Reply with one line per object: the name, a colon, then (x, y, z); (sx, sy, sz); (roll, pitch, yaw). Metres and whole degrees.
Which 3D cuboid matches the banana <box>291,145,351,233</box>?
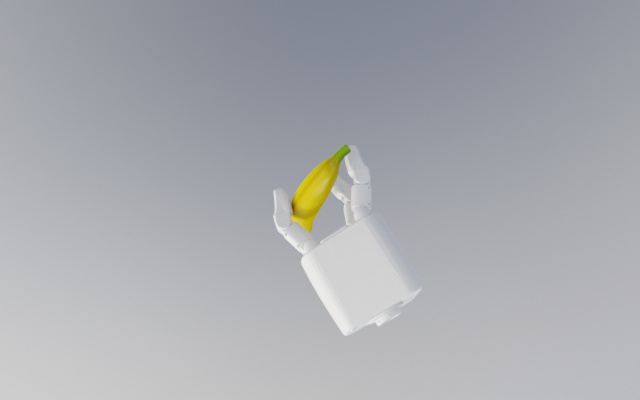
banana: (-0.013, 0.007, 0.646); (0.069, 0.037, 0.198); (-26, -20, -34)
